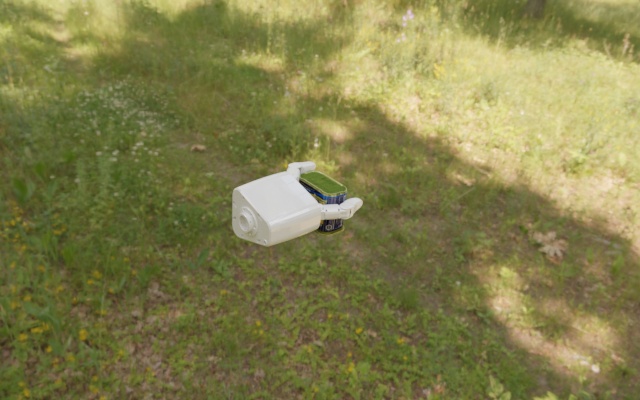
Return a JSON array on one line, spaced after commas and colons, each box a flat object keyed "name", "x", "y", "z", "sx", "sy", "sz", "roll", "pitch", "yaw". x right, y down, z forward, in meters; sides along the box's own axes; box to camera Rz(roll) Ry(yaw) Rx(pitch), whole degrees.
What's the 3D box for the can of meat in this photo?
[{"name": "can of meat", "x": 0.000, "y": 0.003, "z": 0.866, "sx": 0.057, "sy": 0.084, "sz": 0.102, "roll": -18, "pitch": 36, "yaw": -37}]
